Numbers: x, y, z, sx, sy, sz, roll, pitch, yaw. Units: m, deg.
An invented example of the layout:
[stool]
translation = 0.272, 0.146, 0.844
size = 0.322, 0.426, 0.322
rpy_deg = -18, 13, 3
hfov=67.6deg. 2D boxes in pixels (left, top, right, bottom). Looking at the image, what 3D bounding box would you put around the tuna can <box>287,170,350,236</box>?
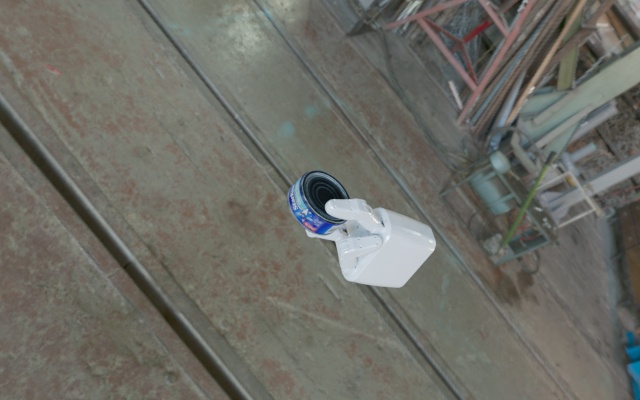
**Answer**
[tuna can]
translation = 0.000, 0.002, 0.642
size = 0.086, 0.086, 0.034
rpy_deg = 0, -31, -42
